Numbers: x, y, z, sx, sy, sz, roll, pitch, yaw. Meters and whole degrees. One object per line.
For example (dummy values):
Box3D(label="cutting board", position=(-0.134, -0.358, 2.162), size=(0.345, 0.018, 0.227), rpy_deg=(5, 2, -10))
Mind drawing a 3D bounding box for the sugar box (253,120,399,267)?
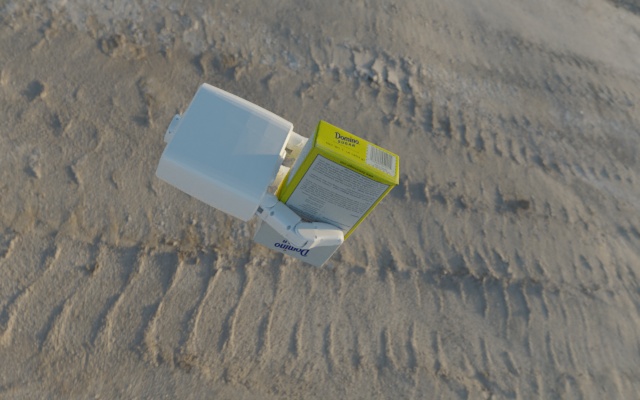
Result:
Box3D(label="sugar box", position=(0.000, 0.001, 0.520), size=(0.093, 0.048, 0.176), rpy_deg=(24, -41, -14))
